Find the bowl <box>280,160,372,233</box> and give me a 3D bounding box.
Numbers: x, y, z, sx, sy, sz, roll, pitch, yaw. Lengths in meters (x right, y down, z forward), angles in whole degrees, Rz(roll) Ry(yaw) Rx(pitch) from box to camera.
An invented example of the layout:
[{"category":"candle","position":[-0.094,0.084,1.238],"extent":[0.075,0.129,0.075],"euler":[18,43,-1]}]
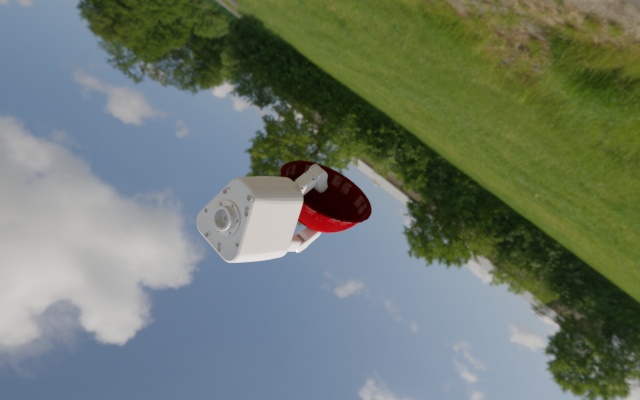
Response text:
[{"category":"bowl","position":[0.001,0.003,0.779],"extent":[0.162,0.055,0.162],"euler":[21,29,-12]}]
